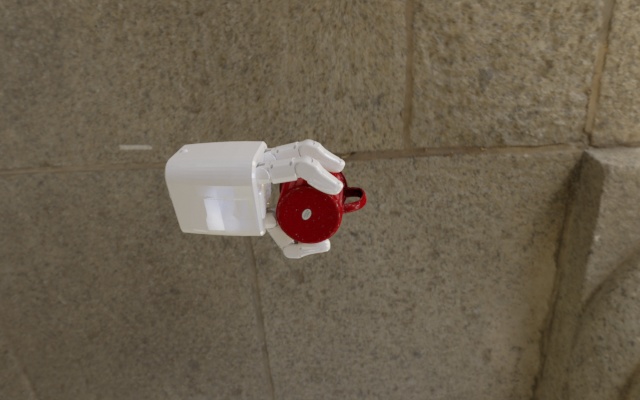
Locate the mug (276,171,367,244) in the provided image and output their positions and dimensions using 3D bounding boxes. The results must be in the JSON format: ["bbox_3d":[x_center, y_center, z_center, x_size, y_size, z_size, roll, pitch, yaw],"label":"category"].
[{"bbox_3d":[0.002,0.002,0.608,0.117,0.093,0.081,-1,25,4],"label":"mug"}]
